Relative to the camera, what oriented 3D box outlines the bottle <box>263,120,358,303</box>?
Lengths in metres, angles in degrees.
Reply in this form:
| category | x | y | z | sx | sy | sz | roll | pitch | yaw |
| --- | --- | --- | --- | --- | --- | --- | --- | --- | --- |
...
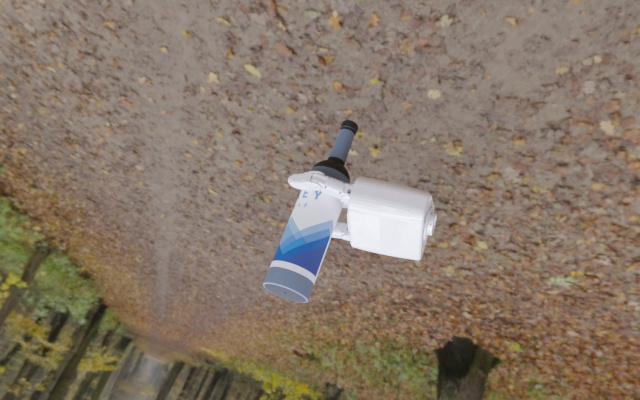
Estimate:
| category | x | y | z | sx | sy | sz | roll | pitch | yaw |
| --- | --- | --- | --- | --- | --- | --- | --- | --- | --- |
| bottle | 0.000 | 0.003 | 0.715 | 0.069 | 0.295 | 0.069 | 17 | -24 | 8 |
